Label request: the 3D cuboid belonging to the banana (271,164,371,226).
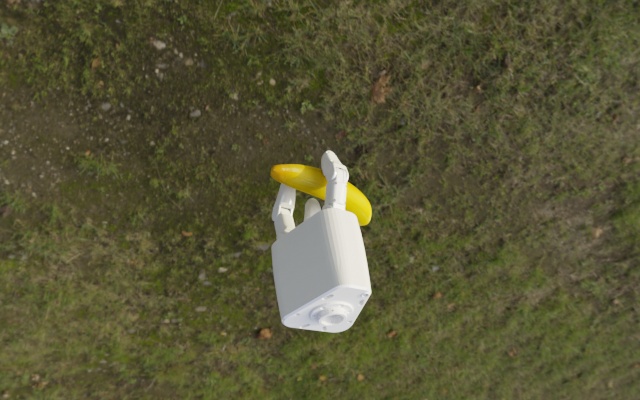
[{"bbox_3d":[0.017,-0.004,0.654,0.069,0.037,0.198,-25,-39,25],"label":"banana"}]
